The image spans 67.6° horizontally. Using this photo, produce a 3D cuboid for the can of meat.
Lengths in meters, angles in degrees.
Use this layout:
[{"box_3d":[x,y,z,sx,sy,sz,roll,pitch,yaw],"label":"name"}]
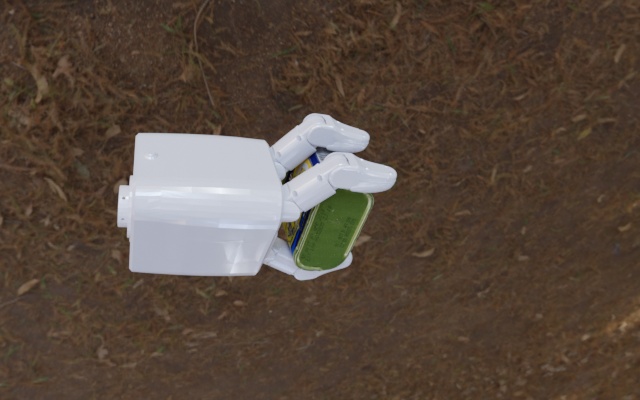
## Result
[{"box_3d":[0.000,0.002,0.435,0.057,0.102,0.084,6,35,-23],"label":"can of meat"}]
